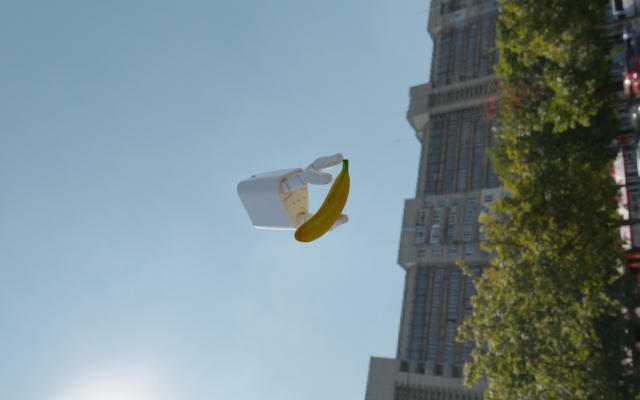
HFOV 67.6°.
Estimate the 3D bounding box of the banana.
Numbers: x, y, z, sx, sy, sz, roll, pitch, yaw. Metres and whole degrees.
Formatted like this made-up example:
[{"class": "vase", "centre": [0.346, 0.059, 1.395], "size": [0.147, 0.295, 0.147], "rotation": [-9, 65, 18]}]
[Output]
[{"class": "banana", "centre": [0.008, 0.014, 0.827], "size": [0.037, 0.070, 0.197], "rotation": [0, 43, 33]}]
